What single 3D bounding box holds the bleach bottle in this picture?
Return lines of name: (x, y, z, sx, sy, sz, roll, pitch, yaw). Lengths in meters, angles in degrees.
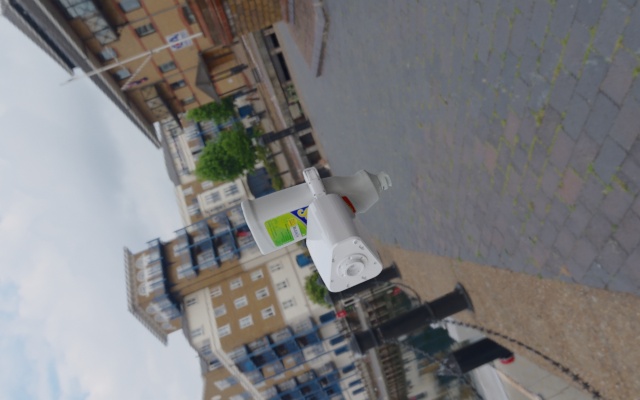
bleach bottle: (0.000, 0.003, 0.816, 0.251, 0.103, 0.068, -22, 41, -4)
